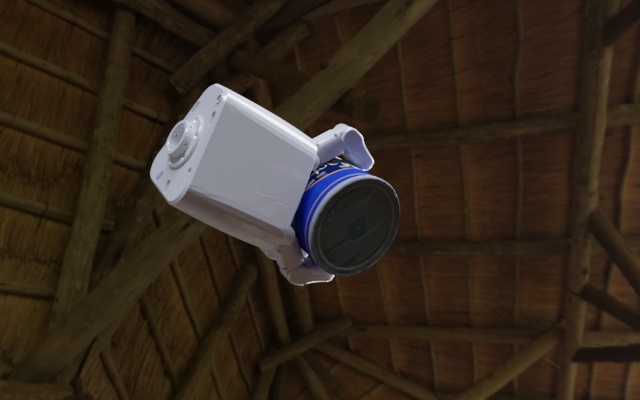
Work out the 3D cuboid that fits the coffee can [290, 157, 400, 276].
[{"bbox_3d":[0.000,0.002,0.505,0.103,0.103,0.140,0,21,-33],"label":"coffee can"}]
